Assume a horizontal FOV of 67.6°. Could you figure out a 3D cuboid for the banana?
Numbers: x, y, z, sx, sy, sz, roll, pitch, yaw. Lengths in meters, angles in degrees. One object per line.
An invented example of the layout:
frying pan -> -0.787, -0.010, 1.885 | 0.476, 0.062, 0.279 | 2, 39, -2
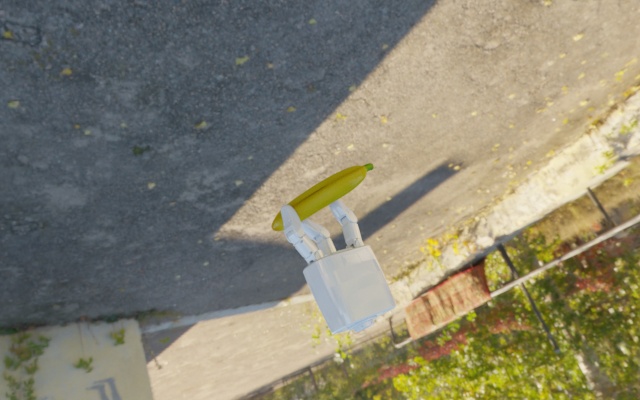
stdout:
banana -> -0.002, -0.002, 0.757 | 0.198, 0.037, 0.069 | -30, -15, 10
